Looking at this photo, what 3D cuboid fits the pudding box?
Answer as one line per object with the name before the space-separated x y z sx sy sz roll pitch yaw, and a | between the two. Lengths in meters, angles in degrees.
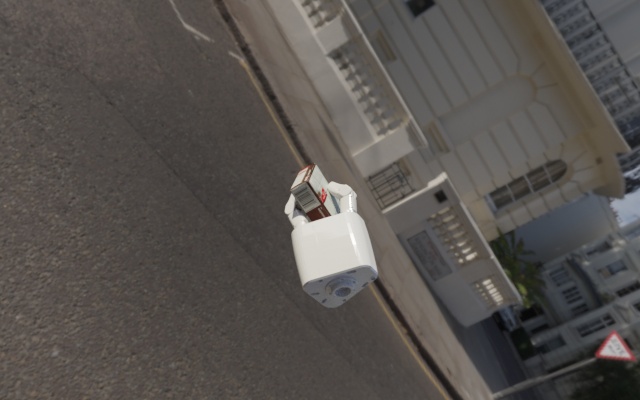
pudding box | 0.000 0.003 0.813 0.039 0.113 0.090 -27 17 17
